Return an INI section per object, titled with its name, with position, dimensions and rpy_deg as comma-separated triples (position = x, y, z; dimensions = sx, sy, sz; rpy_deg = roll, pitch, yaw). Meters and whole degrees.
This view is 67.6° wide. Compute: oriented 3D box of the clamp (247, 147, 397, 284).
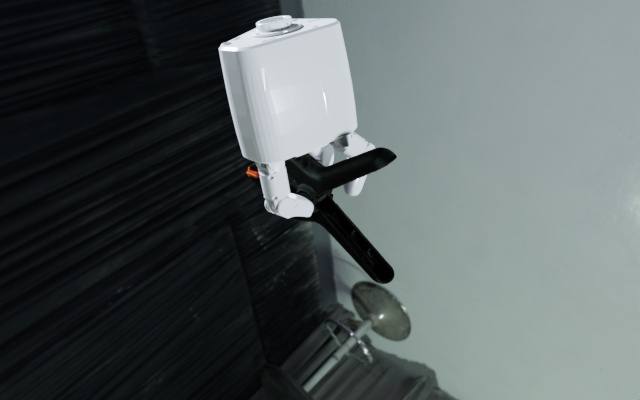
[clamp]
position = -0.001, 0.002, 0.533
dimensions = 0.210, 0.165, 0.036
rpy_deg = 17, 40, 39
